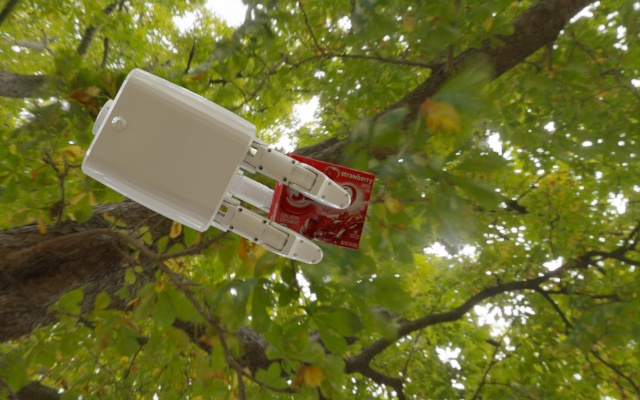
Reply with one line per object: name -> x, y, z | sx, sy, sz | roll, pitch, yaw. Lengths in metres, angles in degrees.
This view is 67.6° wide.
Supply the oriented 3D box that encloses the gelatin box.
gelatin box -> 0.000, 0.001, 0.443 | 0.089, 0.073, 0.030 | 13, 0, -23
